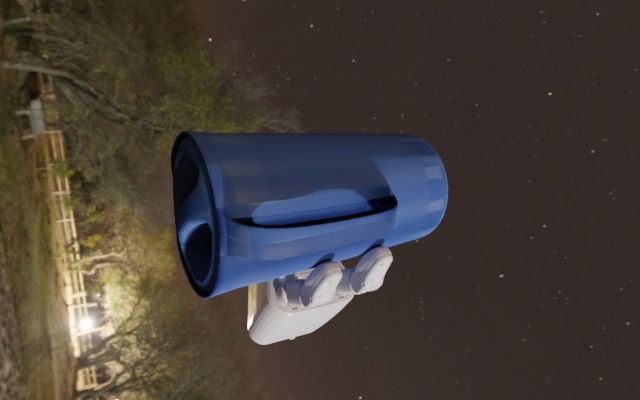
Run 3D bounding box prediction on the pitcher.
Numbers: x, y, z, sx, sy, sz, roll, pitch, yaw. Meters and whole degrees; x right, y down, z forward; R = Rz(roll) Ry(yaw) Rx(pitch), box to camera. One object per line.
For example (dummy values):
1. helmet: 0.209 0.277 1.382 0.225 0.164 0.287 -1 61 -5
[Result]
1. pitcher: 0.000 0.001 0.428 0.243 0.149 0.145 -8 -31 -29
